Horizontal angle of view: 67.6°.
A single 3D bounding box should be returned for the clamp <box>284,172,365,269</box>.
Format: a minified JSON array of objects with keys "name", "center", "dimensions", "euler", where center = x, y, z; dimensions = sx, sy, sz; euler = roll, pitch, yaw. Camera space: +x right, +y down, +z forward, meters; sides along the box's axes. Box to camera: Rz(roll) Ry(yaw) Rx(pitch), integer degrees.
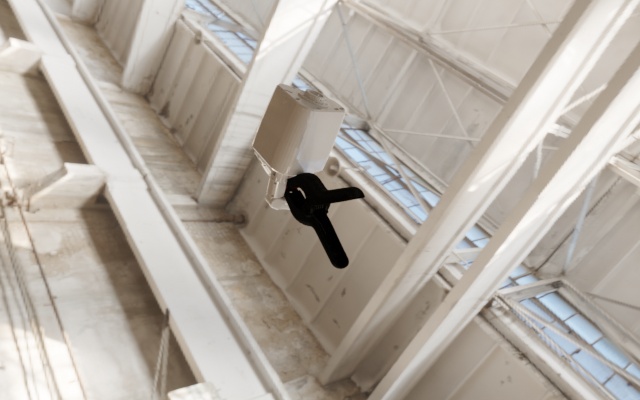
[{"name":"clamp","center":[0.000,0.002,0.682],"dimensions":[0.039,0.120,0.171],"euler":[-4,37,-42]}]
